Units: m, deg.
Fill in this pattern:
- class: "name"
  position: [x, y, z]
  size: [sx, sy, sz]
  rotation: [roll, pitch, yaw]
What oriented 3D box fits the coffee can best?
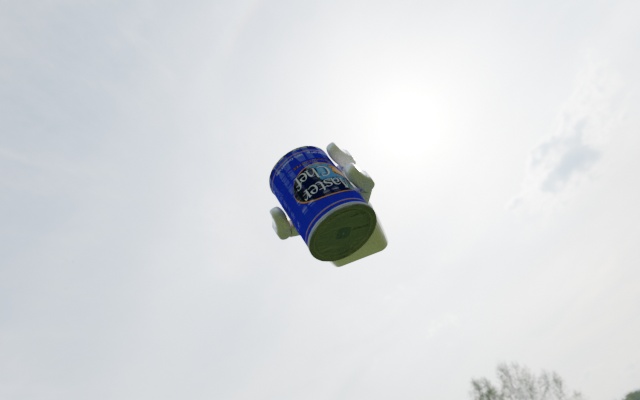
- class: "coffee can"
  position: [0.000, 0.002, 0.679]
  size: [0.103, 0.103, 0.140]
  rotation: [0, 38, -35]
